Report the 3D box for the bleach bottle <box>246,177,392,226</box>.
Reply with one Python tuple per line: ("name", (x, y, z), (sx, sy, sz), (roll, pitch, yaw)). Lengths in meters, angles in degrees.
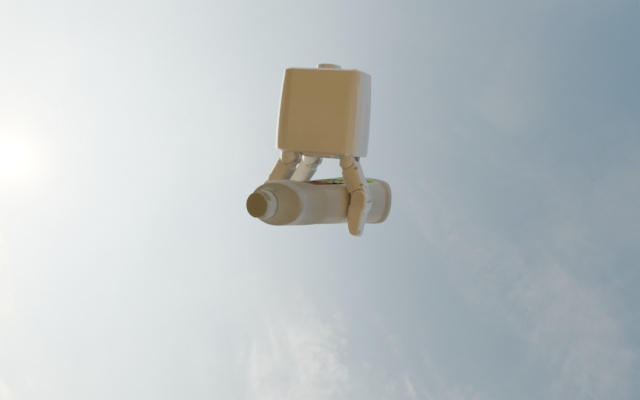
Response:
("bleach bottle", (0.000, 0.002, 0.619), (0.102, 0.068, 0.251), (8, 6, 29))
